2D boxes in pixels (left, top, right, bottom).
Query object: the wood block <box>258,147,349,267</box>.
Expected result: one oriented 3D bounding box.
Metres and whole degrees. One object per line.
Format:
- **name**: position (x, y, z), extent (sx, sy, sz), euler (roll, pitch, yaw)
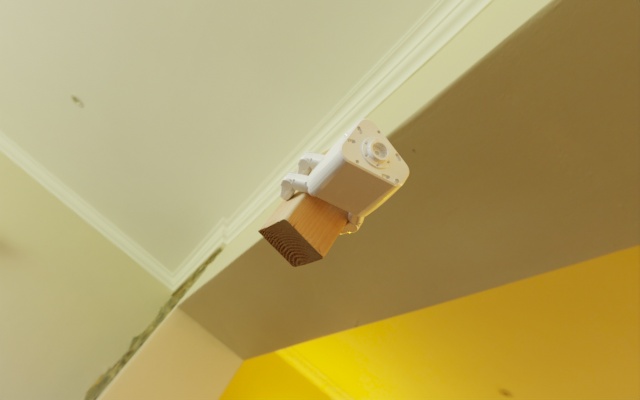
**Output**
- **wood block**: position (0.001, 0.003, 0.812), extent (0.090, 0.091, 0.206), euler (-25, 23, 51)
